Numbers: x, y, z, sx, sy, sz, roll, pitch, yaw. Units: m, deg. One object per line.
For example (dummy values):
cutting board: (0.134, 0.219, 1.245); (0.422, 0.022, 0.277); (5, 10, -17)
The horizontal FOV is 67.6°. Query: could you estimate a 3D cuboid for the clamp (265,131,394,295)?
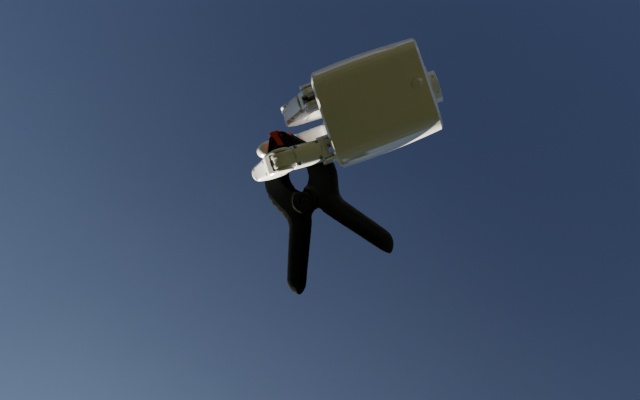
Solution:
clamp: (0.000, 0.001, 0.495); (0.120, 0.171, 0.039); (-18, -3, 13)
